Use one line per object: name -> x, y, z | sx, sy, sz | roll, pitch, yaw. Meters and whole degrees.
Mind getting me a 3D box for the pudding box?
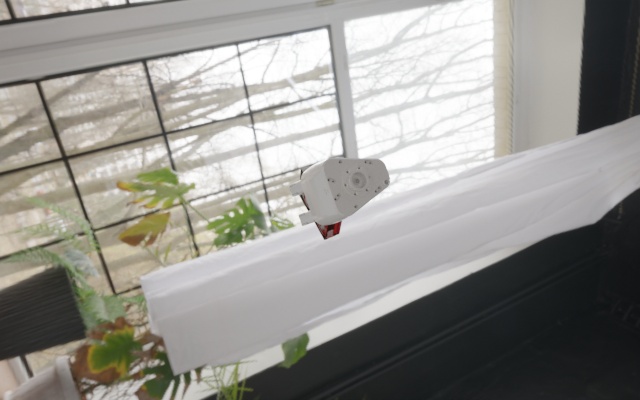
pudding box -> 0.000, 0.003, 0.875 | 0.039, 0.113, 0.090 | -19, -30, -17
